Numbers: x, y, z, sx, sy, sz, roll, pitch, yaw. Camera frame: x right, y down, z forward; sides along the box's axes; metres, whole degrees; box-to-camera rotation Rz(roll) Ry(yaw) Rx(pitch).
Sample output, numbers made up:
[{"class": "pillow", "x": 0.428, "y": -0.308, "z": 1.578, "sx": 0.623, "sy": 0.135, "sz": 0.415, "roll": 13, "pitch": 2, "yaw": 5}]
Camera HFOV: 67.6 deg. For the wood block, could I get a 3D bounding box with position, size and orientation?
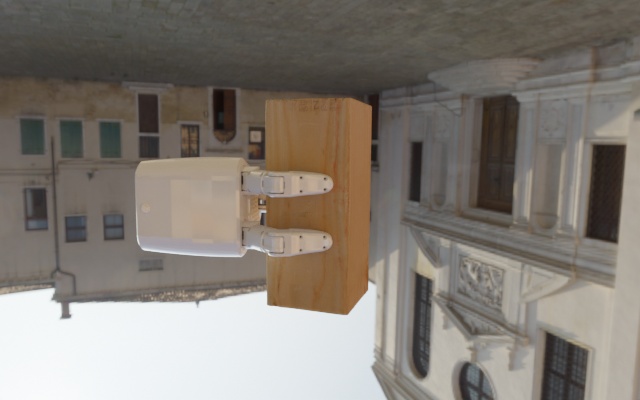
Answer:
[{"class": "wood block", "x": 0.000, "y": 0.002, "z": 0.502, "sx": 0.090, "sy": 0.206, "sz": 0.091, "roll": 3, "pitch": 7, "yaw": 18}]
